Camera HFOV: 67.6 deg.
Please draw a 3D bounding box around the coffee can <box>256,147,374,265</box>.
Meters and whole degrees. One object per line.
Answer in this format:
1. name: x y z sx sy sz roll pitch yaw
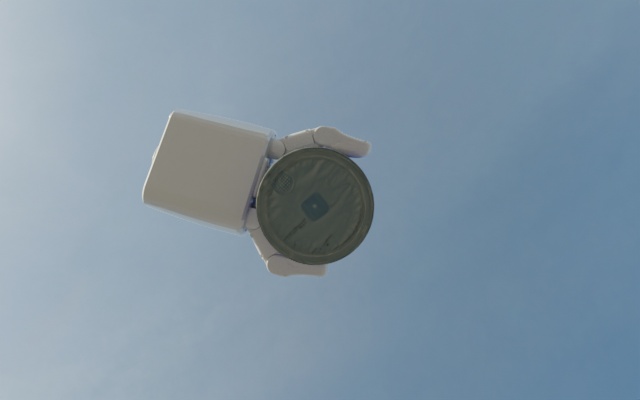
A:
1. coffee can: 0.000 0.002 0.479 0.103 0.103 0.140 0 3 4
